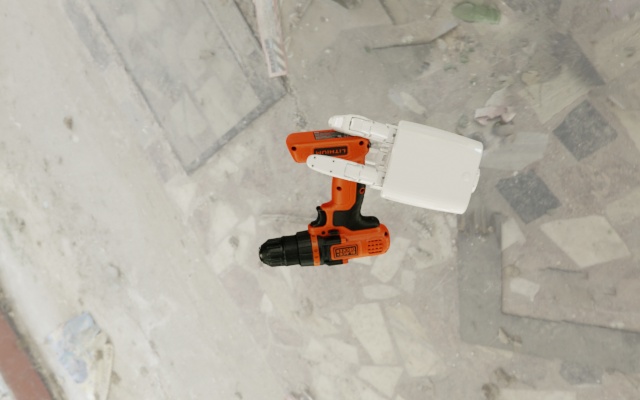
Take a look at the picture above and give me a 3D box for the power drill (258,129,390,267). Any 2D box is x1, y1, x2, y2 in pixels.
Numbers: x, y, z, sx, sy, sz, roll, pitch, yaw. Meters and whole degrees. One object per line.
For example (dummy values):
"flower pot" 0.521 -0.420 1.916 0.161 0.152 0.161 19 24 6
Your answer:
"power drill" 0.000 0.002 0.640 0.184 0.188 0.057 -8 26 -6
